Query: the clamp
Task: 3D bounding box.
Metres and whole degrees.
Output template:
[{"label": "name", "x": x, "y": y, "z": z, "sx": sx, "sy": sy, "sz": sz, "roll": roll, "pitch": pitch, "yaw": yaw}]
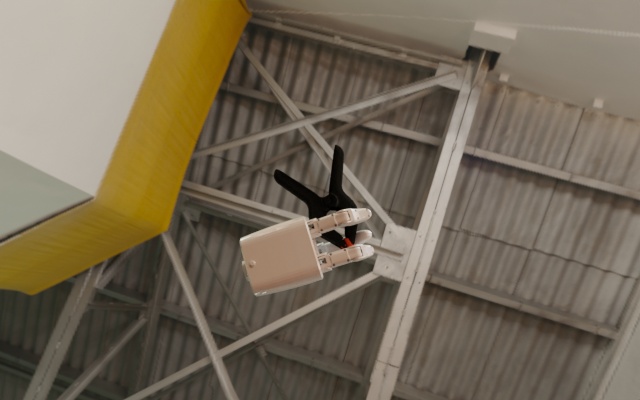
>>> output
[{"label": "clamp", "x": 0.000, "y": 0.003, "z": 0.758, "sx": 0.120, "sy": 0.171, "sz": 0.039, "roll": -16, "pitch": -15, "yaw": -3}]
